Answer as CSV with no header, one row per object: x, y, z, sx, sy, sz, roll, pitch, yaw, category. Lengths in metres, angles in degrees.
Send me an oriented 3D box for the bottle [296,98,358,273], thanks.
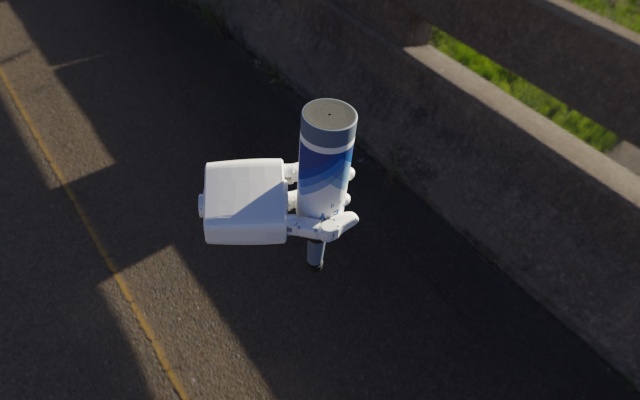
0.000,0.002,0.661,0.069,0.069,0.296,0,-44,-6,bottle
